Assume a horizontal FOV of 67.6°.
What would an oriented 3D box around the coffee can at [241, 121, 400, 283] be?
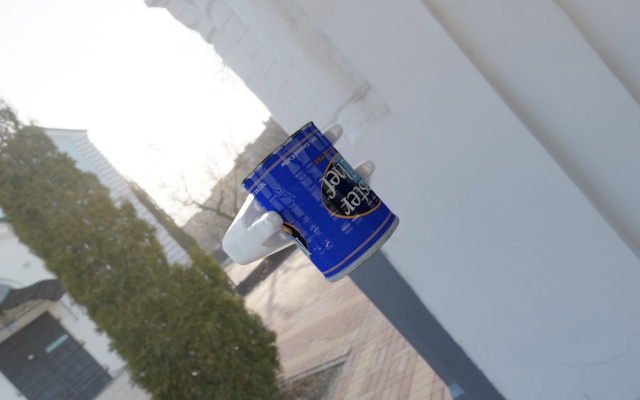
[{"bbox_3d":[0.000,0.002,0.510,0.103,0.140,0.103,-42,3,3],"label":"coffee can"}]
